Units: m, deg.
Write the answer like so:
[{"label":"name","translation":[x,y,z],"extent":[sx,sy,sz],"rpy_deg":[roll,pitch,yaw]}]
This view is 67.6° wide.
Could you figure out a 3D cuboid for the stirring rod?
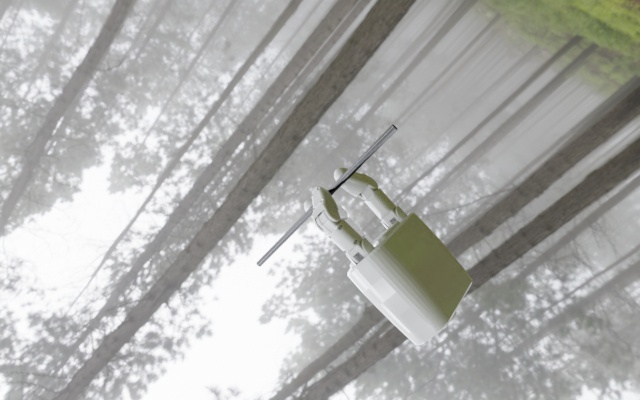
[{"label":"stirring rod","translation":[0.000,0.002,0.543],"extent":[0.239,0.011,0.011],"rpy_deg":[-45,-23,25]}]
